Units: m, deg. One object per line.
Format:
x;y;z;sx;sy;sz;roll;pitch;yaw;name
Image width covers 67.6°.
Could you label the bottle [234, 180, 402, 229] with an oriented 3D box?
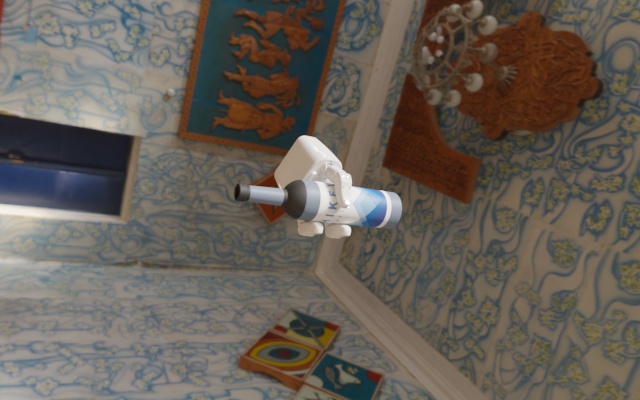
0.000;0.003;0.799;0.296;0.069;0.069;7;-3;-29;bottle
